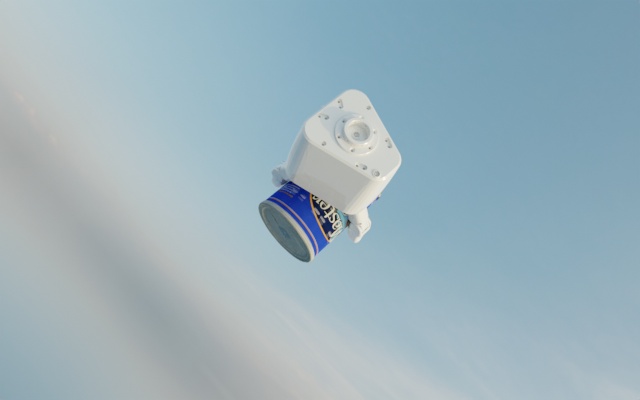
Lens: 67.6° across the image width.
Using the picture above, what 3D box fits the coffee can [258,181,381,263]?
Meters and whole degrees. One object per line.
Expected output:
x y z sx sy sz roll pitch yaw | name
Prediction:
0.000 0.002 0.661 0.140 0.103 0.103 -41 18 -22 | coffee can
